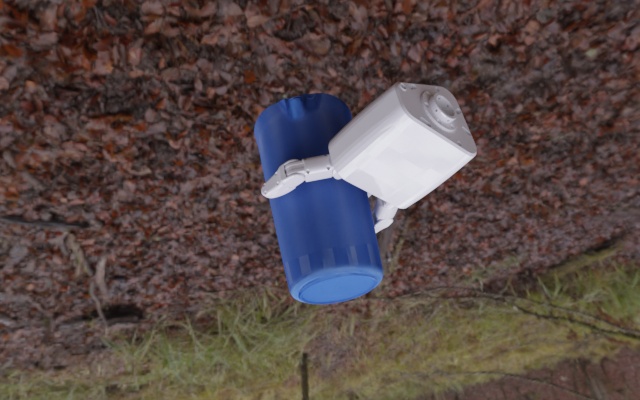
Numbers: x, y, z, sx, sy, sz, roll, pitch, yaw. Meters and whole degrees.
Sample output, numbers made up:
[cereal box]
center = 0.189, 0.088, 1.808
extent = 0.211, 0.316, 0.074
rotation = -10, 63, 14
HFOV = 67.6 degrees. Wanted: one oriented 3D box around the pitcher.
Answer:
[pitcher]
center = 0.000, 0.002, 0.599
extent = 0.149, 0.242, 0.145
rotation = 12, -37, -37
